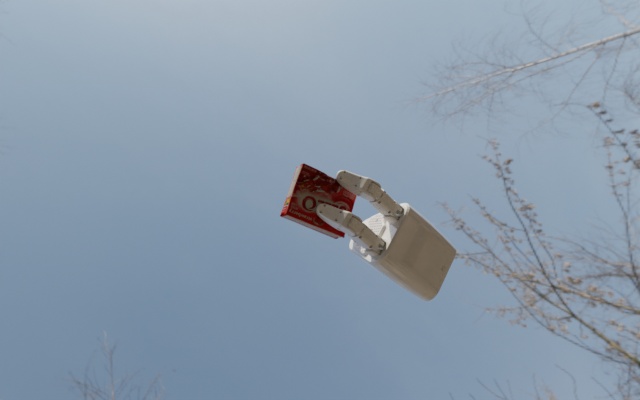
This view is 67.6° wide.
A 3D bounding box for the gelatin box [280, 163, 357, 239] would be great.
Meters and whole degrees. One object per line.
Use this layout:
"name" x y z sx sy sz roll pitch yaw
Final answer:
"gelatin box" 0.000 0.002 0.635 0.089 0.073 0.030 23 -16 -18
